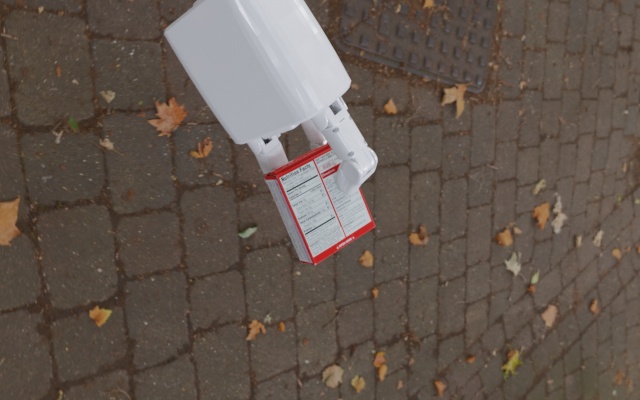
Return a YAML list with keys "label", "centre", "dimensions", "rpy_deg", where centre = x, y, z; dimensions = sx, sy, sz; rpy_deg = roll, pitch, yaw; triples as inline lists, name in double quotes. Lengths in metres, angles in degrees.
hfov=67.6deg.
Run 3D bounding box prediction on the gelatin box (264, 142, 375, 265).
- label: "gelatin box"
  centre: [0.000, 0.002, 0.427]
  dimensions: [0.073, 0.089, 0.030]
  rpy_deg: [-30, 15, -27]
